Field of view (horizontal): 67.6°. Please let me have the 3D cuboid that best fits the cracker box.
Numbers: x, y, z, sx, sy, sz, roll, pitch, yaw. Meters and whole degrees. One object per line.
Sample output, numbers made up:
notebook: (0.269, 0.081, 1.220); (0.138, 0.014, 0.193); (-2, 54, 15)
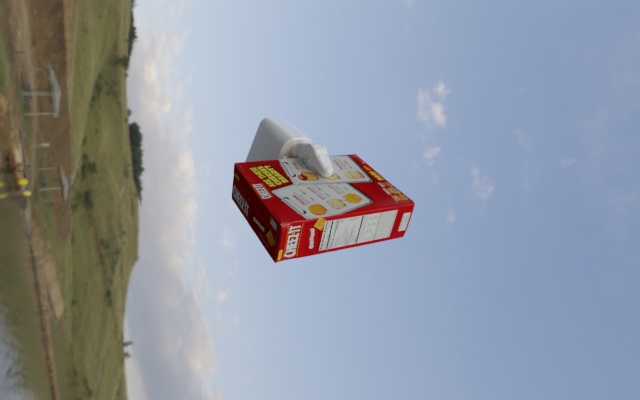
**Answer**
cracker box: (0.000, 0.002, 0.695); (0.213, 0.072, 0.164); (-8, 35, -29)
